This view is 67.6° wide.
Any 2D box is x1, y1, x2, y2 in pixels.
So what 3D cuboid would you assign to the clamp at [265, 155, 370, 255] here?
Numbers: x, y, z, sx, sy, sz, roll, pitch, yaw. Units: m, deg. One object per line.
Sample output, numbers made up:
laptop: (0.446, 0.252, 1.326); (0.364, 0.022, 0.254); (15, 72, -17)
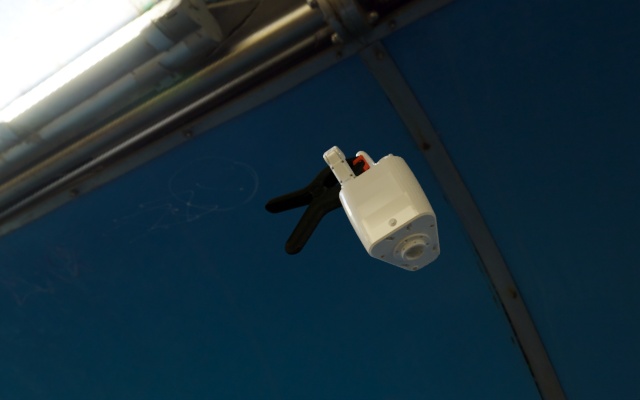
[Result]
clamp: (0.001, 0.002, 0.684); (0.171, 0.120, 0.039); (-33, -44, 12)
